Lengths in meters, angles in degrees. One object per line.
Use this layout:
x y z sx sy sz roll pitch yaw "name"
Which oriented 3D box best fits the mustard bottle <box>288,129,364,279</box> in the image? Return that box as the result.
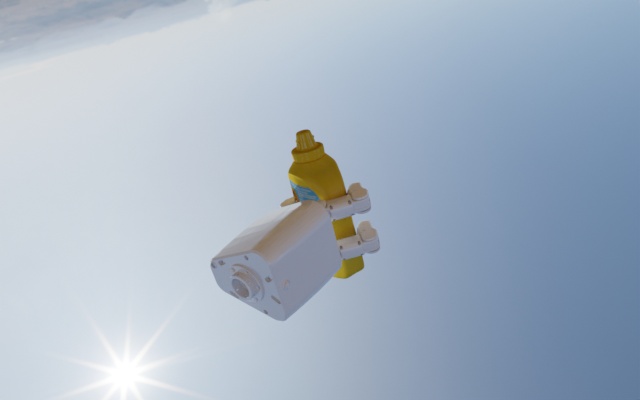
0.000 0.002 0.614 0.058 0.192 0.096 -25 26 -22 "mustard bottle"
